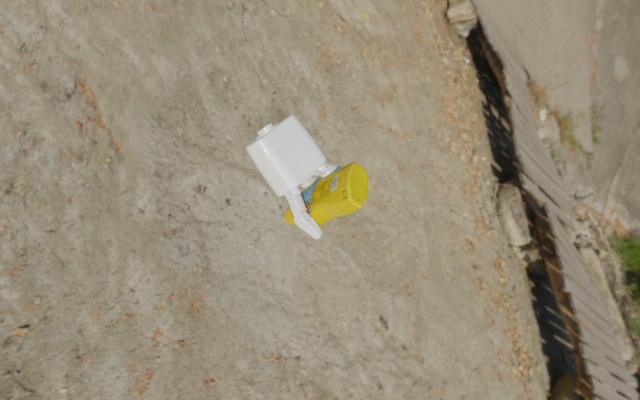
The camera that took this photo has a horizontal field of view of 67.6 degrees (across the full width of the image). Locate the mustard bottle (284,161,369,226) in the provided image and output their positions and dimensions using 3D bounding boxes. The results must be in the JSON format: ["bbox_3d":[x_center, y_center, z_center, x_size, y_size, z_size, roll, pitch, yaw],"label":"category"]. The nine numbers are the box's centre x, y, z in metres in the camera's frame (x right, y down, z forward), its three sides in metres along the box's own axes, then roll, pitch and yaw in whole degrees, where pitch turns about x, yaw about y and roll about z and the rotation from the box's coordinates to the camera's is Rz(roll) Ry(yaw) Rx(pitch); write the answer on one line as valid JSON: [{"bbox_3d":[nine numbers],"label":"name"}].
[{"bbox_3d":[0.001,0.003,0.888,0.192,0.096,0.058,-26,-51,38],"label":"mustard bottle"}]
